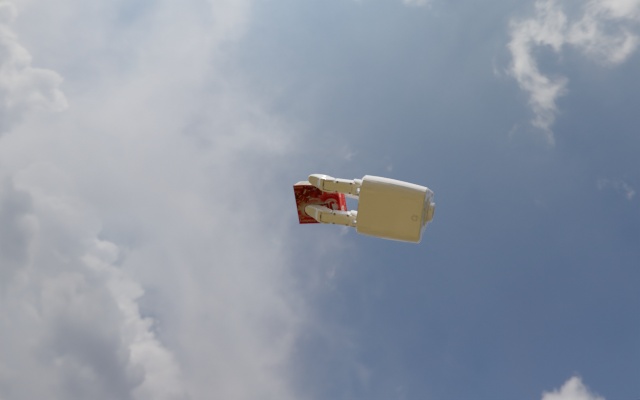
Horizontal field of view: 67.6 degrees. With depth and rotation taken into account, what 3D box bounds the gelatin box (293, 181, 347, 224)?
[{"bbox_3d":[0.000,0.003,0.845,0.089,0.073,0.030,-2,15,27],"label":"gelatin box"}]
